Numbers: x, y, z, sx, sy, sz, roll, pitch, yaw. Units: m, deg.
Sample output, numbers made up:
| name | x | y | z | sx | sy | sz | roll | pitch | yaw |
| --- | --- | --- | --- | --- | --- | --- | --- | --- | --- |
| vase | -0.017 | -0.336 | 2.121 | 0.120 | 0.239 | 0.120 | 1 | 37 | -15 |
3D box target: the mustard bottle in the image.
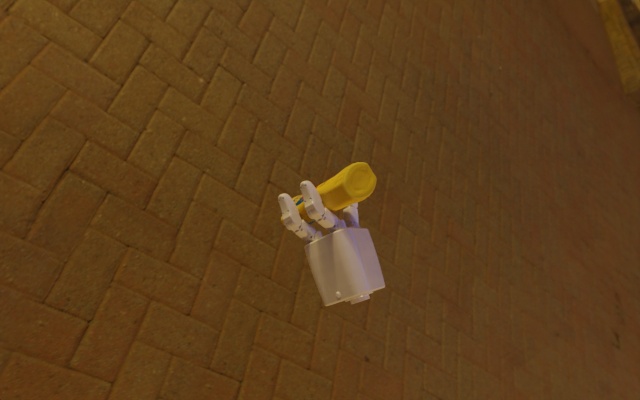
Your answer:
| name | x | y | z | sx | sy | sz | roll | pitch | yaw |
| --- | --- | --- | --- | --- | --- | --- | --- | --- | --- |
| mustard bottle | 0.000 | 0.002 | 0.813 | 0.192 | 0.058 | 0.096 | -29 | 8 | 39 |
